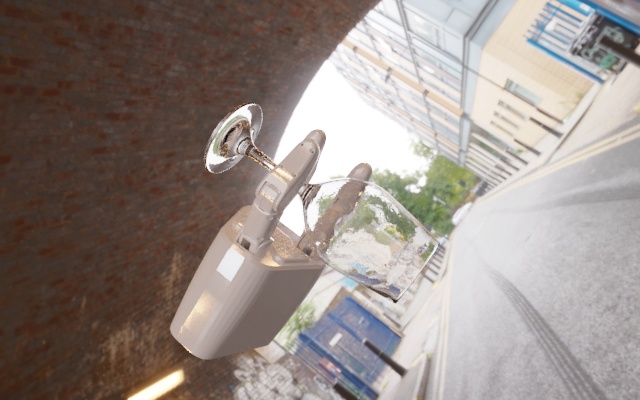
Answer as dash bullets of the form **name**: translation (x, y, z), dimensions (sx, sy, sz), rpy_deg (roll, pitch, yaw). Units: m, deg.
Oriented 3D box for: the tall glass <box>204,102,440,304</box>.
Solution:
- **tall glass**: translation (0.000, 0.001, 0.405), dimensions (0.201, 0.079, 0.079), rpy_deg (36, 10, 14)
